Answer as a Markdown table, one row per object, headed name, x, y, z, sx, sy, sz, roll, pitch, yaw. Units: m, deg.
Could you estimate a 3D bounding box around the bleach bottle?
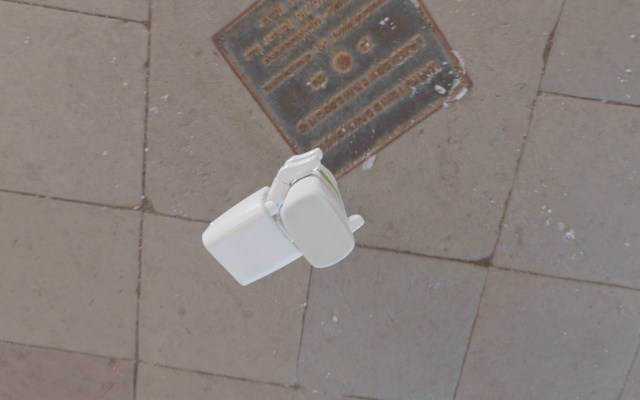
| name | x | y | z | sx | sy | sz | roll | pitch | yaw |
| --- | --- | --- | --- | --- | --- | --- | --- | --- | --- |
| bleach bottle | 0.000 | 0.002 | 0.701 | 0.068 | 0.102 | 0.250 | -31 | 12 | 10 |
